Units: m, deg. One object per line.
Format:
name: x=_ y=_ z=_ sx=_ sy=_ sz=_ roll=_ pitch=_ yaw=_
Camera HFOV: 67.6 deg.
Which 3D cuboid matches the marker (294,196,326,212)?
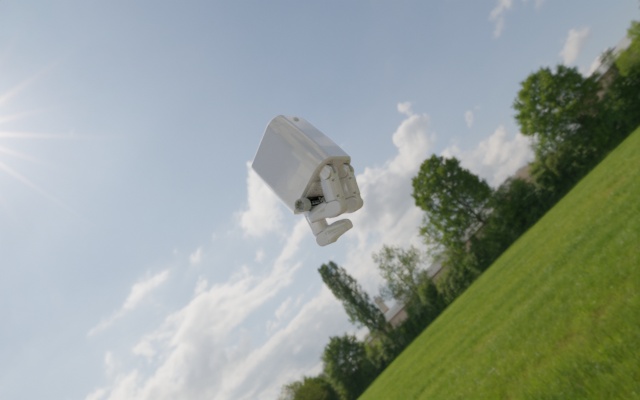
marker: x=0.000 y=0.002 z=0.699 sx=0.020 sy=0.020 sz=0.121 roll=0 pitch=4 yaw=28
